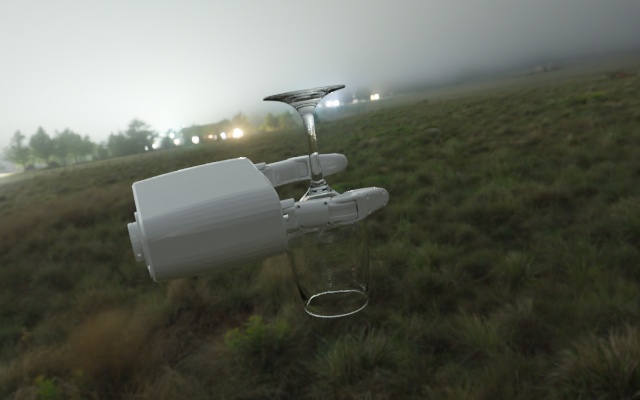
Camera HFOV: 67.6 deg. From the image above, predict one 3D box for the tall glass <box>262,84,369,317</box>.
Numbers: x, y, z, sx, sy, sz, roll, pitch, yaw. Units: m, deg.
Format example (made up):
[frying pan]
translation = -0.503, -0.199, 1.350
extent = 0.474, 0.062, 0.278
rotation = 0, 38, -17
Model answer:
[tall glass]
translation = 0.000, 0.001, 0.437
extent = 0.079, 0.201, 0.079
rotation = -9, 11, 2
